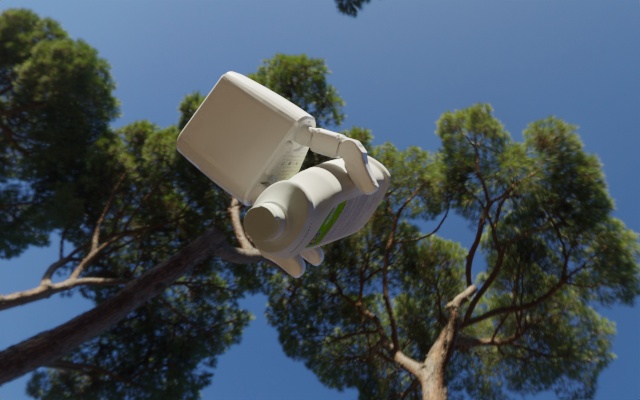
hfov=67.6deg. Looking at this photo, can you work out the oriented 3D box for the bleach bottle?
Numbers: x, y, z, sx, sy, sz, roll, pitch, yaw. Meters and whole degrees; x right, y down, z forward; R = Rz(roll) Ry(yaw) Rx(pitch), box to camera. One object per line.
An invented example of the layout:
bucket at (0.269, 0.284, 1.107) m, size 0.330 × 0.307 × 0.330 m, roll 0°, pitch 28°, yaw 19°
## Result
bleach bottle at (0.000, 0.002, 0.492) m, size 0.068 × 0.102 × 0.251 m, roll 33°, pitch 15°, yaw 15°
